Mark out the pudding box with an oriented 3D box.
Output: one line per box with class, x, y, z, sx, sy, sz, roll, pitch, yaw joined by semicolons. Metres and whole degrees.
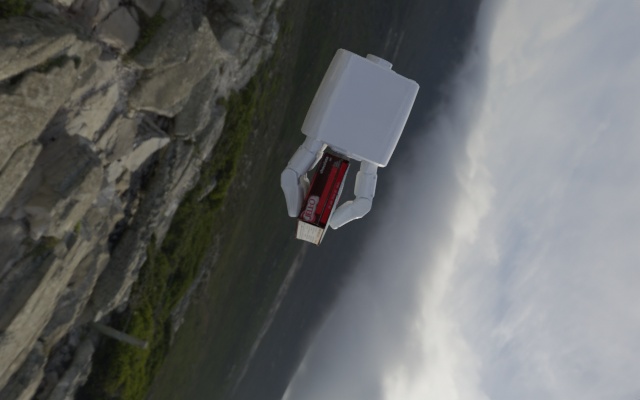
pudding box;0.000;0.002;0.596;0.039;0.090;0.113;21;-16;4
